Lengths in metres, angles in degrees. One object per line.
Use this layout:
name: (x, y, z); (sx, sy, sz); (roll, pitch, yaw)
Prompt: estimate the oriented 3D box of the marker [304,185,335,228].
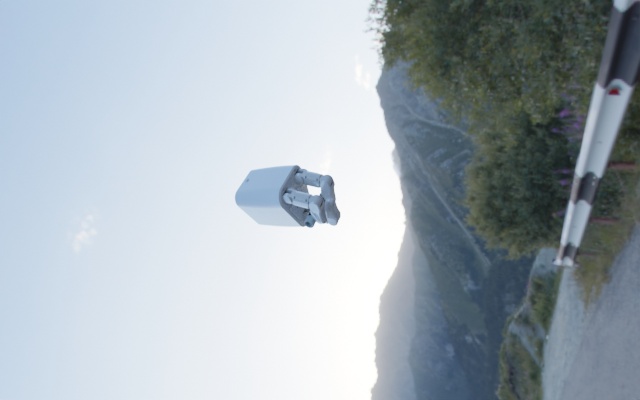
marker: (0.000, 0.003, 0.890); (0.020, 0.020, 0.121); (0, 42, 28)
